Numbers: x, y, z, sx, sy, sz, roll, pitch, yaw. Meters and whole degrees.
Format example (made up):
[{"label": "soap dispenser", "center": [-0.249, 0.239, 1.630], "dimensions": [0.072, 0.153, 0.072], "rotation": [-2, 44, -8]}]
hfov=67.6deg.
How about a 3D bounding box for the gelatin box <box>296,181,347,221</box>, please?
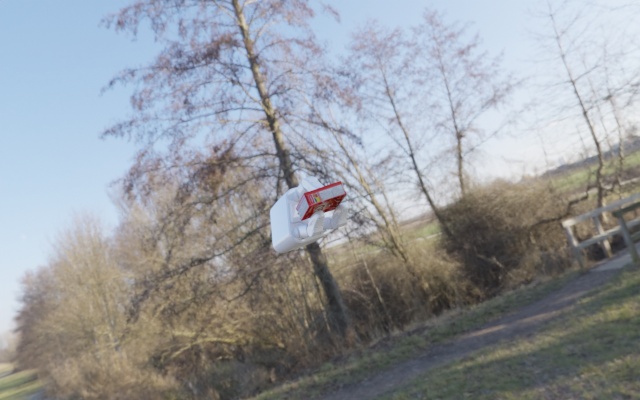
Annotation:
[{"label": "gelatin box", "center": [0.000, 0.002, 0.862], "dimensions": [0.073, 0.030, 0.089], "rotation": [-18, -15, -18]}]
